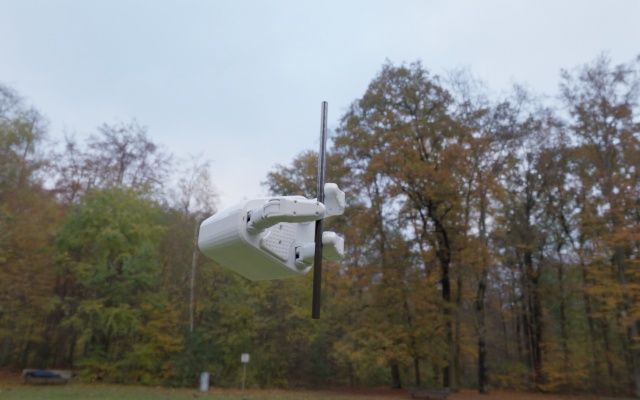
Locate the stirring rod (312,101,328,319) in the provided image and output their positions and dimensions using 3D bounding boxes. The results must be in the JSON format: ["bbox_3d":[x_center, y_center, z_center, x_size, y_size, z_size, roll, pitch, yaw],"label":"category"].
[{"bbox_3d":[0.000,0.002,0.505,0.011,0.239,0.011,2,-19,1],"label":"stirring rod"}]
